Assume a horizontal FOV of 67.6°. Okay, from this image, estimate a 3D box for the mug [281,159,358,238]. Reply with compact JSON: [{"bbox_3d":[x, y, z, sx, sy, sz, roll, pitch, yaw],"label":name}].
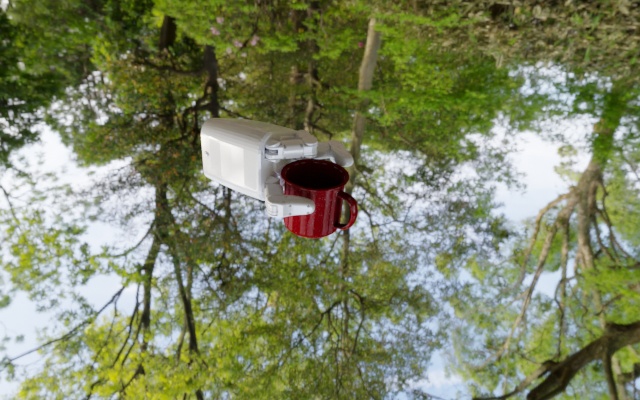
[{"bbox_3d":[0.001,0.003,0.658,0.117,0.081,0.093,21,34,27],"label":"mug"}]
